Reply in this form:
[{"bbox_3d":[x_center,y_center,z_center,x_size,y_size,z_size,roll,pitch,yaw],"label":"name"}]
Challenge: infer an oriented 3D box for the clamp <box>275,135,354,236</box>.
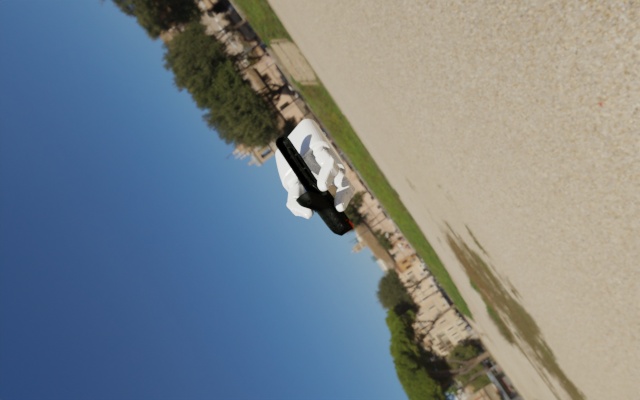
[{"bbox_3d":[0.000,0.003,0.796,0.036,0.210,0.164,-32,37,10],"label":"clamp"}]
